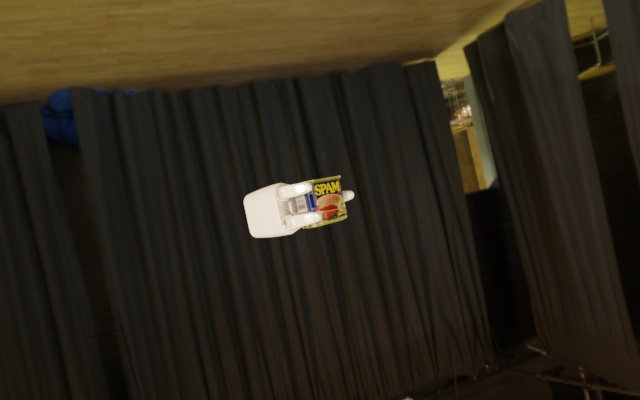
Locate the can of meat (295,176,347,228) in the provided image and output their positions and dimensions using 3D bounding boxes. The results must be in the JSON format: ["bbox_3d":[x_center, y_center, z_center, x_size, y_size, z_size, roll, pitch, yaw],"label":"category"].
[{"bbox_3d":[0.000,0.003,0.894,0.057,0.084,0.102,-13,0,43],"label":"can of meat"}]
